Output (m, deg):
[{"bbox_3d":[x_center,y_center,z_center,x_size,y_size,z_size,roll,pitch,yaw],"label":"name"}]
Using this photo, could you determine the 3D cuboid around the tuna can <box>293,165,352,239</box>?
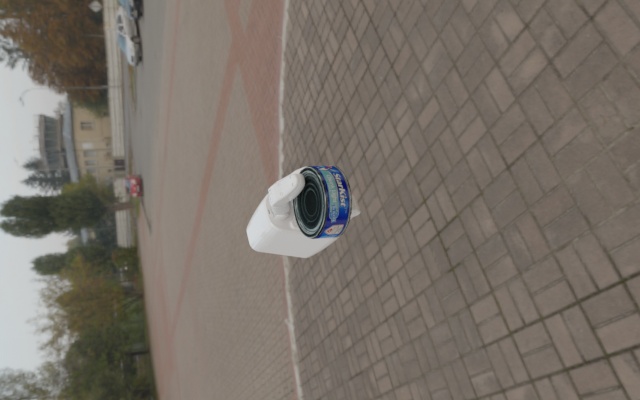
[{"bbox_3d":[0.000,0.002,0.556,0.034,0.086,0.086,-2,1,-29],"label":"tuna can"}]
